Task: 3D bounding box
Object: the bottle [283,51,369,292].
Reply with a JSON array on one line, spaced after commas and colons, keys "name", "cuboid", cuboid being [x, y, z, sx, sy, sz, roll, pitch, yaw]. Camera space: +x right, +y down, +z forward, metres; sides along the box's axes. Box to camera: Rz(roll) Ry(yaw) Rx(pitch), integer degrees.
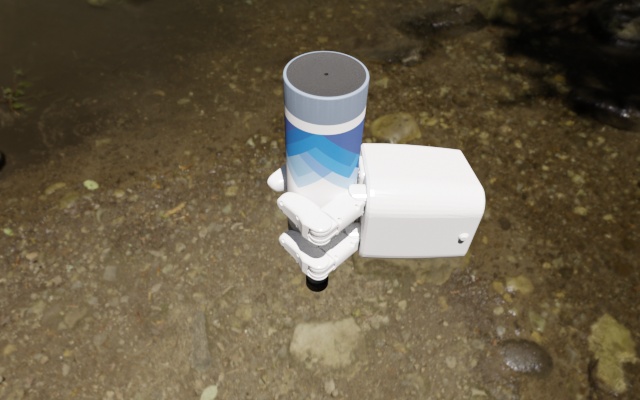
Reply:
[{"name": "bottle", "cuboid": [0.000, 0.001, 0.475, 0.069, 0.069, 0.296, 0, -42, -2]}]
